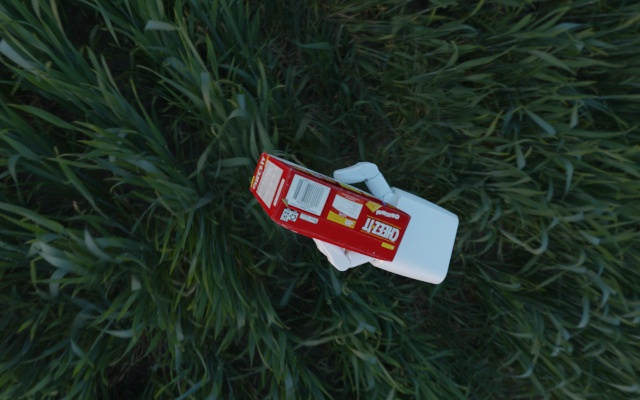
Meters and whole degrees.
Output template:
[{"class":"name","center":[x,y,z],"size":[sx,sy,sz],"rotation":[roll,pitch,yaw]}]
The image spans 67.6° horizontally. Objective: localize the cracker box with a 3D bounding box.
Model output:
[{"class":"cracker box","center":[0.000,0.002,0.650],"size":[0.164,0.072,0.213],"rotation":[20,4,-18]}]
